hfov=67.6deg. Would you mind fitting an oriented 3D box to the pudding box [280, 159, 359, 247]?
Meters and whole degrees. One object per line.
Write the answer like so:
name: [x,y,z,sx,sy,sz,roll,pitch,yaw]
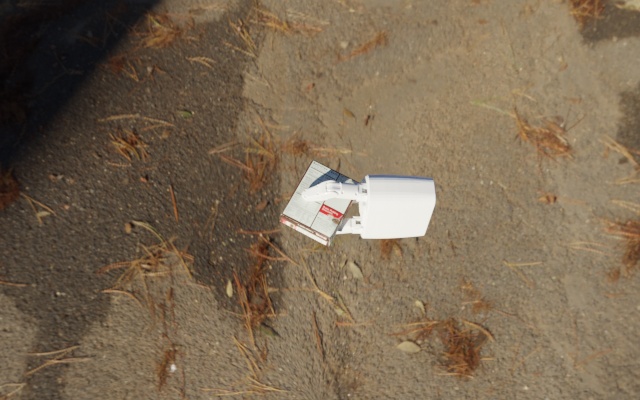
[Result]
pudding box: [0.000,0.002,0.763,0.090,0.113,0.039,27,-23,6]
